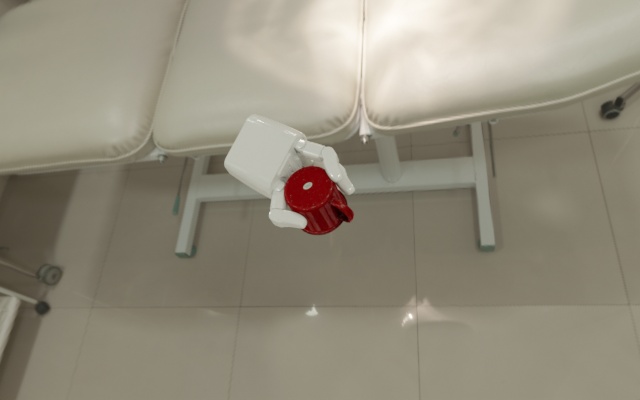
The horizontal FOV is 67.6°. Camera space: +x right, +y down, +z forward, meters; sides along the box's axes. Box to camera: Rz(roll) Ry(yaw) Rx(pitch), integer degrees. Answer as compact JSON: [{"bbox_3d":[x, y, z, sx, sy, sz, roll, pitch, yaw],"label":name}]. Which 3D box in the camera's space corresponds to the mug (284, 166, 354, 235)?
[{"bbox_3d":[0.001,0.003,0.762,0.117,0.093,0.081,26,-17,26],"label":"mug"}]
